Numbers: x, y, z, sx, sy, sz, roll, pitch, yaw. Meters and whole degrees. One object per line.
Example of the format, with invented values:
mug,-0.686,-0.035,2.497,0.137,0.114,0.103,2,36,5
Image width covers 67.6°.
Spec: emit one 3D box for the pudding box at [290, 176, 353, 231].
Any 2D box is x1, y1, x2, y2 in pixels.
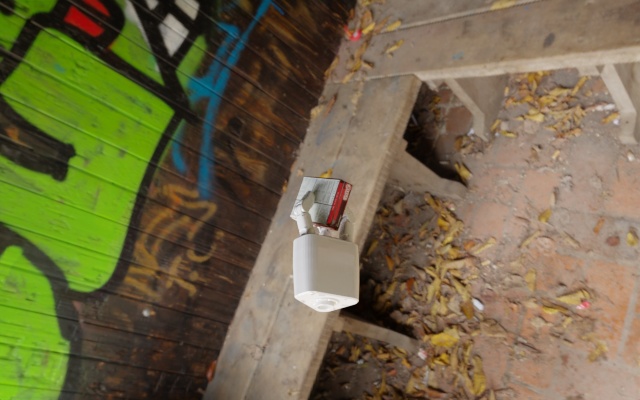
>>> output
pudding box,0.000,0.003,0.894,0.039,0.090,0.113,27,-12,-40
